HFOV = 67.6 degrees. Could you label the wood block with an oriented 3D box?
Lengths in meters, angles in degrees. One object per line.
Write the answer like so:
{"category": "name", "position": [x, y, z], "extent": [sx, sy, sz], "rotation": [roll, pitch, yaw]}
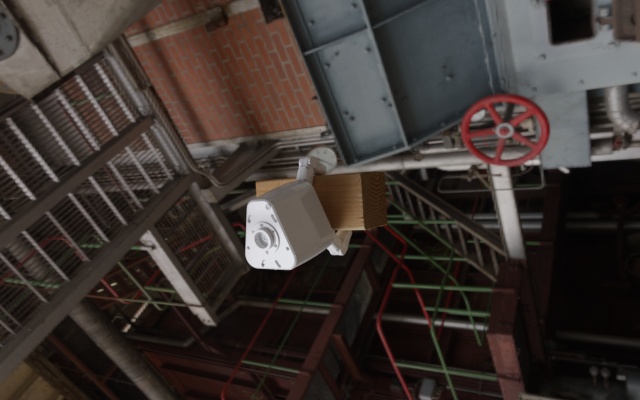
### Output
{"category": "wood block", "position": [0.000, 0.002, 0.812], "extent": [0.206, 0.091, 0.090], "rotation": [-2, 2, 32]}
